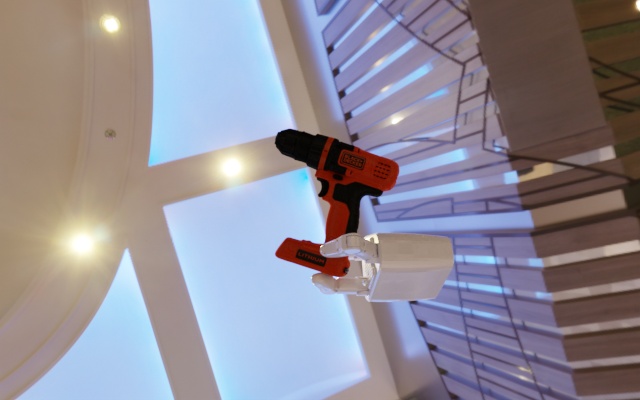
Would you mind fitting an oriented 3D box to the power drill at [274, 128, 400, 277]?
[{"bbox_3d":[0.000,0.003,0.677,0.184,0.187,0.057,19,-3,7],"label":"power drill"}]
